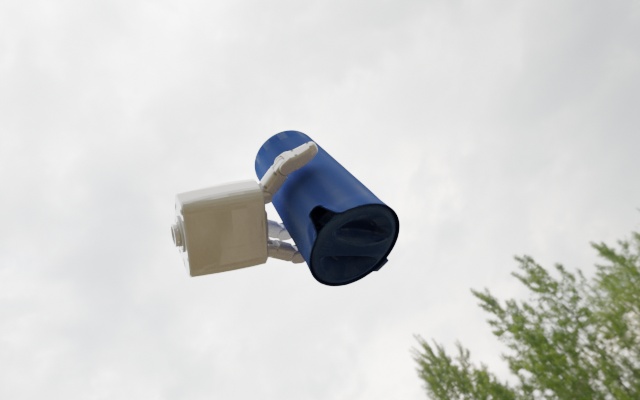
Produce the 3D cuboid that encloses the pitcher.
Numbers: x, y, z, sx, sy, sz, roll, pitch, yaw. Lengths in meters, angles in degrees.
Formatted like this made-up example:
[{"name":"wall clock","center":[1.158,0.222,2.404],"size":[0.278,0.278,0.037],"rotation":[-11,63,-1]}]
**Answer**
[{"name":"pitcher","center":[0.000,0.002,0.692],"size":[0.145,0.149,0.242],"rotation":[-12,39,-24]}]
